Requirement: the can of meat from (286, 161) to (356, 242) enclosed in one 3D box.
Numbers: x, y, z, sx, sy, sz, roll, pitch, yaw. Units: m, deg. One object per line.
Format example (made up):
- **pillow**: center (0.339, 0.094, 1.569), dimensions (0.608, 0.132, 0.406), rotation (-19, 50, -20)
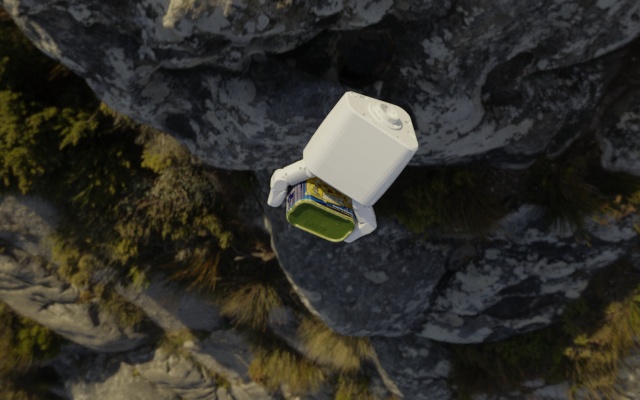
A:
- **can of meat**: center (0.000, 0.002, 0.679), dimensions (0.102, 0.083, 0.057), rotation (24, -52, -23)
